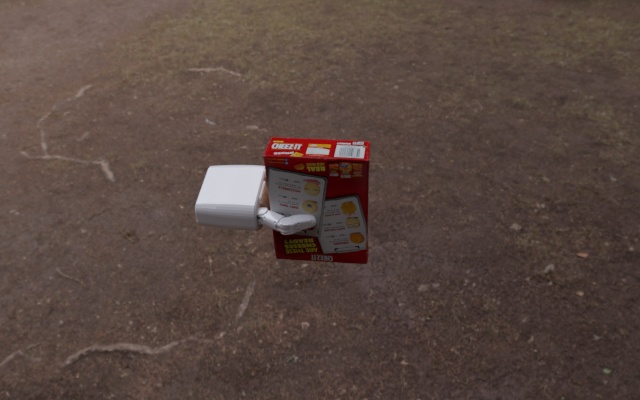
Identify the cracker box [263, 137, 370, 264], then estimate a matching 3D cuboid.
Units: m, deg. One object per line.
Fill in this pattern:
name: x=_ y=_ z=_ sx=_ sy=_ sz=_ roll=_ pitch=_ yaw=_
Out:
cracker box: x=0.000 y=0.003 z=0.801 sx=0.164 sy=0.214 sz=0.072 roll=3 pitch=37 yaw=8
